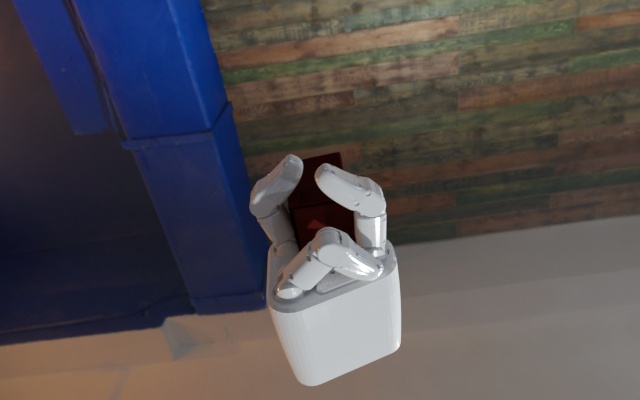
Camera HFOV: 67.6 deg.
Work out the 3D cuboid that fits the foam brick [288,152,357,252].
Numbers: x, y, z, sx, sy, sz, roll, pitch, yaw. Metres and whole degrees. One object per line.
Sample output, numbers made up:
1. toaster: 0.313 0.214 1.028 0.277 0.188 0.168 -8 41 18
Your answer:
1. foam brick: 0.000 0.001 0.423 0.053 0.051 0.078 -11 34 3
